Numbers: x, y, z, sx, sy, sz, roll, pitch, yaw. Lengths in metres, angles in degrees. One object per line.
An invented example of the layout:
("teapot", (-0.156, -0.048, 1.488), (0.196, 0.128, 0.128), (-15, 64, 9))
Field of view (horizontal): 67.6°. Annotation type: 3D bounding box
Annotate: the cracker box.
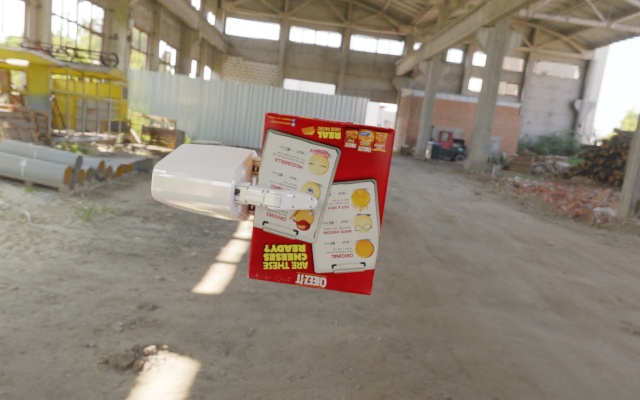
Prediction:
("cracker box", (0.000, 0.002, 0.625), (0.164, 0.214, 0.072), (8, 9, 3))
